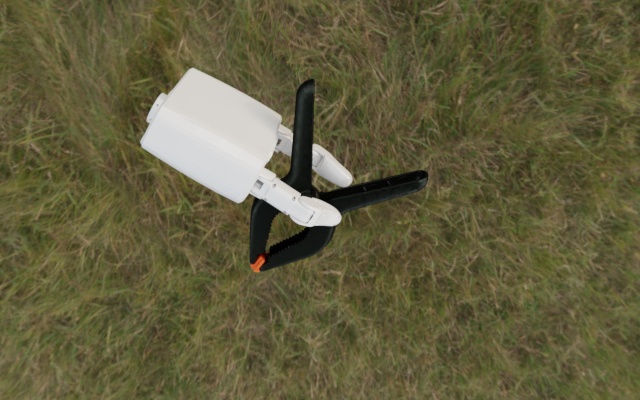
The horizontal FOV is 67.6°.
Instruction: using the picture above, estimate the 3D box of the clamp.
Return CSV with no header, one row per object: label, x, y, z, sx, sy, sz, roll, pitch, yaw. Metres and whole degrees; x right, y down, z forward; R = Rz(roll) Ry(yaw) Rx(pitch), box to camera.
clamp,0.000,0.002,0.508,0.164,0.210,0.036,30,20,-12
